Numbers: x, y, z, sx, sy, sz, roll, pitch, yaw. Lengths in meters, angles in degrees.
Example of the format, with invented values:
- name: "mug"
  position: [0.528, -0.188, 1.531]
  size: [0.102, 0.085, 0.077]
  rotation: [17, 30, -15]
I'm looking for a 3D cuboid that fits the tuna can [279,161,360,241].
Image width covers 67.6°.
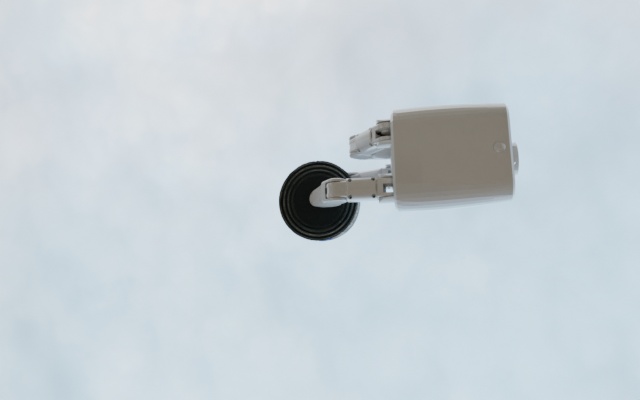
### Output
- name: "tuna can"
  position: [0.000, 0.002, 0.522]
  size: [0.086, 0.086, 0.034]
  rotation: [0, -7, 11]
